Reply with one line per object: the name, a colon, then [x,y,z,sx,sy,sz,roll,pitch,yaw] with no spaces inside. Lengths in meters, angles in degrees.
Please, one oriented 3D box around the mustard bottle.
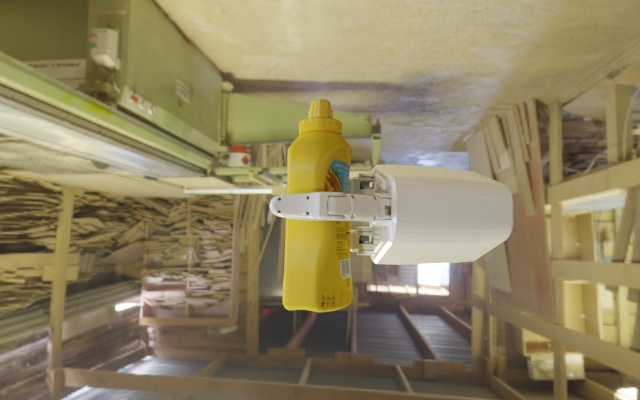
mustard bottle: [0.000,0.002,0.444,0.058,0.191,0.096,-1,-5,20]
